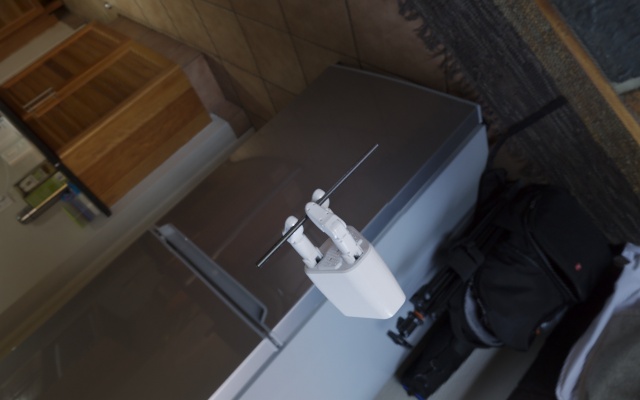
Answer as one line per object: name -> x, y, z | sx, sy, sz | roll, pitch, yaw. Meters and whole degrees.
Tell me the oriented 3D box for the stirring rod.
stirring rod -> 0.000, 0.002, 0.643 | 0.239, 0.011, 0.011 | -45, 18, -19
